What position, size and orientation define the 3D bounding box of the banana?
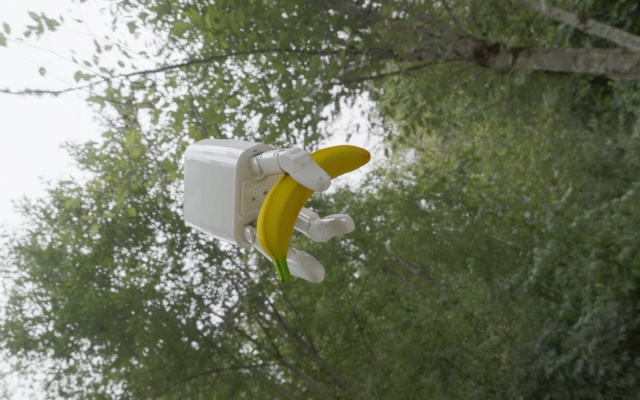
[{"bbox_3d":[-0.012,-0.010,0.512,0.037,0.070,0.197,-7,38,48],"label":"banana"}]
